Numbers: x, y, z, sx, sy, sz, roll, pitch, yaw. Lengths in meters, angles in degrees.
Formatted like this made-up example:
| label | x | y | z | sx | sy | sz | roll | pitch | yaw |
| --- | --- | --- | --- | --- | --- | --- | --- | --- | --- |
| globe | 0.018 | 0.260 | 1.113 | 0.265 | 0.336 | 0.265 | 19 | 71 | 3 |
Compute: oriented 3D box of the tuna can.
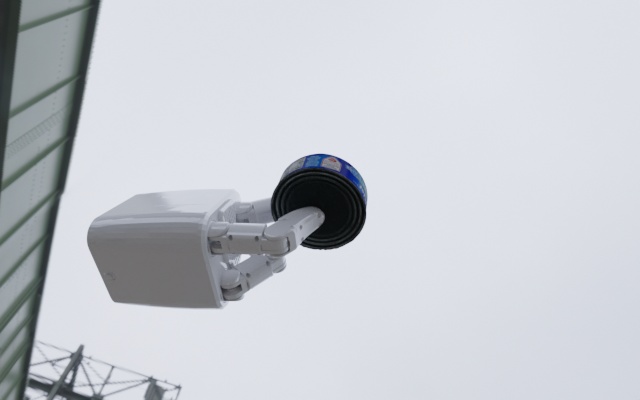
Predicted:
| label | x | y | z | sx | sy | sz | roll | pitch | yaw |
| --- | --- | --- | --- | --- | --- | --- | --- | --- | --- |
| tuna can | 0.000 | 0.001 | 0.435 | 0.086 | 0.086 | 0.033 | 0 | 31 | 10 |
